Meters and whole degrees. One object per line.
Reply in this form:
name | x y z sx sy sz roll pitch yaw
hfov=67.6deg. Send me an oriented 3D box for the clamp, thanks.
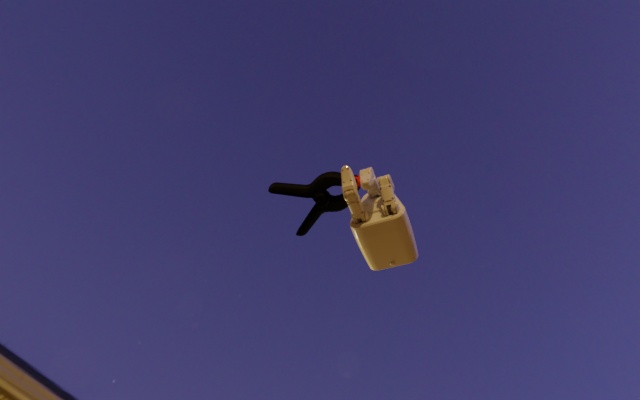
clamp | 0.000 0.002 0.888 0.171 0.120 0.039 -13 33 17
